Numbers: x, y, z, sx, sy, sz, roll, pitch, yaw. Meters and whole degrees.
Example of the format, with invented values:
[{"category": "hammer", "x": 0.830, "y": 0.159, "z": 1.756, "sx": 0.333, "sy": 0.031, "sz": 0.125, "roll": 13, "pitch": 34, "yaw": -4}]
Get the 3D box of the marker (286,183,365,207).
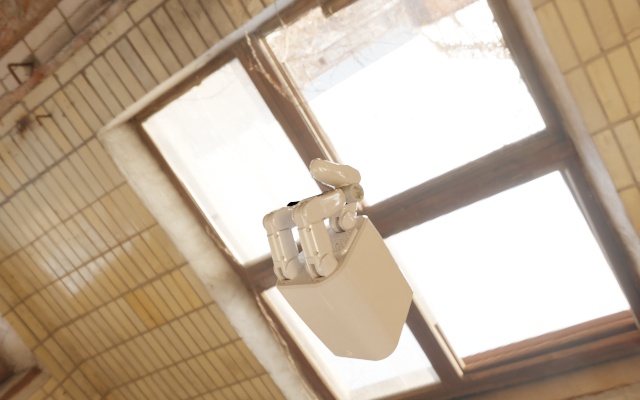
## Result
[{"category": "marker", "x": 0.000, "y": 0.002, "z": 0.511, "sx": 0.020, "sy": 0.020, "sz": 0.121, "roll": 0, "pitch": -10, "yaw": -38}]
